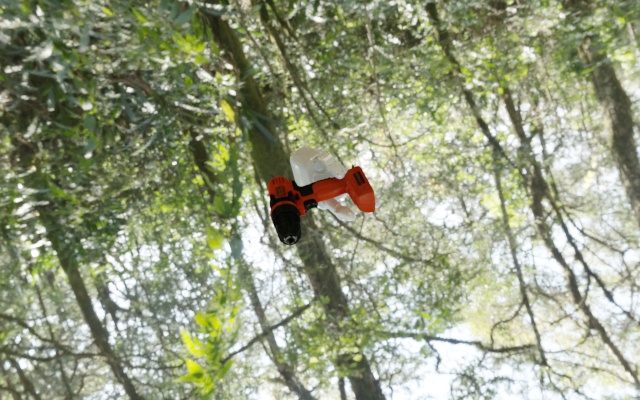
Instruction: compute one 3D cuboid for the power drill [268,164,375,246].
[{"bbox_3d":[0.001,0.003,0.865,0.187,0.057,0.184,-10,36,-6],"label":"power drill"}]
